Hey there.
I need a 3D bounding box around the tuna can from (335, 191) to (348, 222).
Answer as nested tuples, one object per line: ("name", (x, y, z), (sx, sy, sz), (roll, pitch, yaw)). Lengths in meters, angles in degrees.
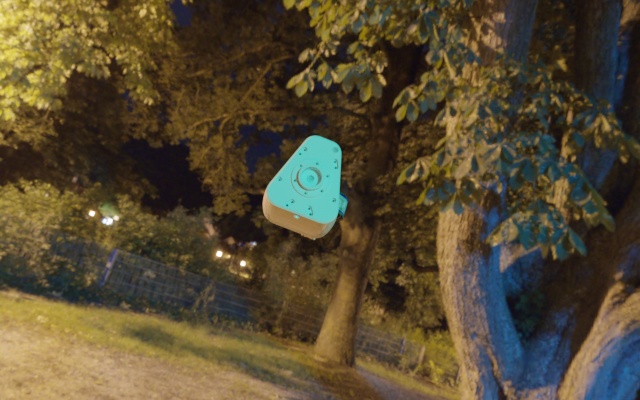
("tuna can", (0.000, 0.002, 0.769), (0.086, 0.033, 0.086), (16, -17, 5))
